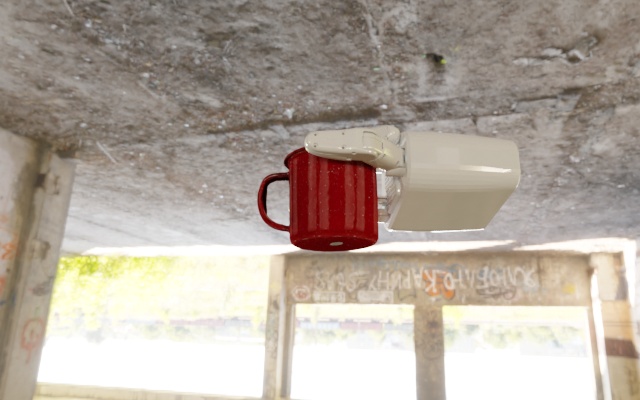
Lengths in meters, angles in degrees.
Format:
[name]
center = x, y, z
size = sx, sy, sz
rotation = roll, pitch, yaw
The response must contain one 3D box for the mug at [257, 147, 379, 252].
[mug]
center = -0.001, 0.002, 0.443
size = 0.117, 0.081, 0.093
rotation = 1, -16, -5
